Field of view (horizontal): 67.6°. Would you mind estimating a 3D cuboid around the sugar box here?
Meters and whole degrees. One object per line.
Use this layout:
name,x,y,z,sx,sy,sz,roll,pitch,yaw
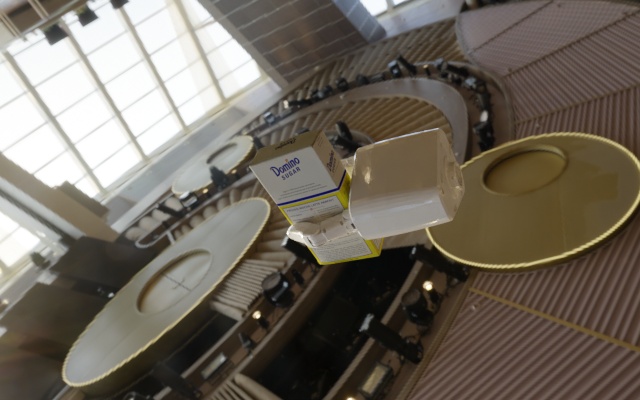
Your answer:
sugar box,0.000,0.002,0.590,0.093,0.176,0.048,-14,32,30
